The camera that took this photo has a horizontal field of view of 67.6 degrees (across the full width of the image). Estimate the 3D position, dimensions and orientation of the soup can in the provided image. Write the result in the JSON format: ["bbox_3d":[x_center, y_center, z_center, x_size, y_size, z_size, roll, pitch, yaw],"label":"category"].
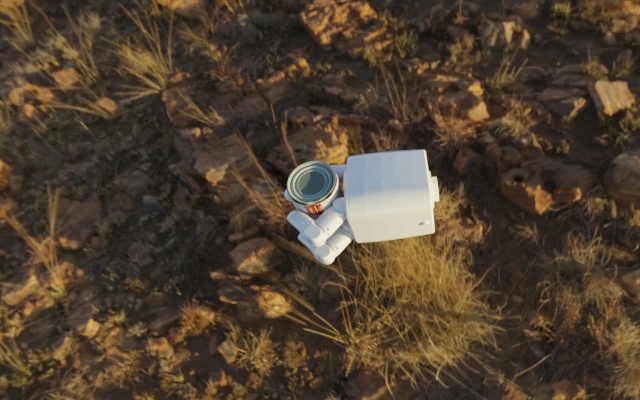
[{"bbox_3d":[0.000,0.002,0.642,0.068,0.068,0.102,0,-31,16],"label":"soup can"}]
